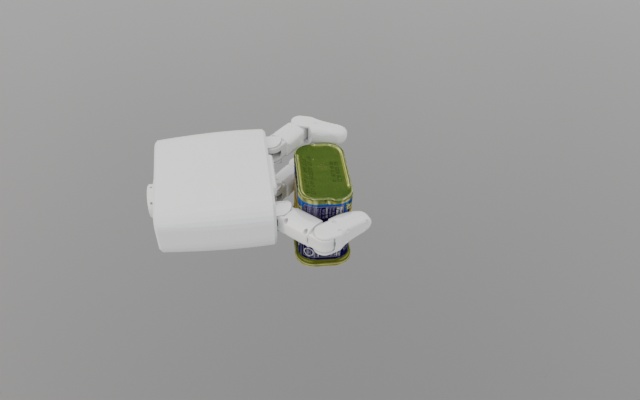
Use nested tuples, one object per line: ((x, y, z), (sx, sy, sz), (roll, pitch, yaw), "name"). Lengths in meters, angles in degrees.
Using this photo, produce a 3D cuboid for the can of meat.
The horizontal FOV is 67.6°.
((0.000, 0.001, 0.487), (0.057, 0.084, 0.102), (-3, 39, -6), "can of meat")
